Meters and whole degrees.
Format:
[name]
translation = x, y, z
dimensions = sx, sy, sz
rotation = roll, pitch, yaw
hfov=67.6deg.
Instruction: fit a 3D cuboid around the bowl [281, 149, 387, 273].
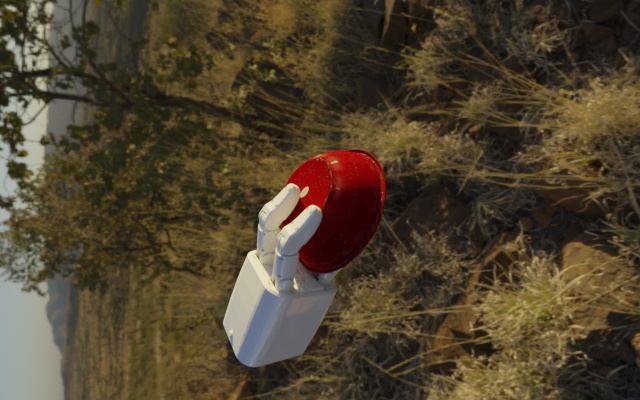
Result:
[bowl]
translation = 0.000, 0.000, 0.570
dimensions = 0.055, 0.162, 0.162
rotation = 27, -17, -36
